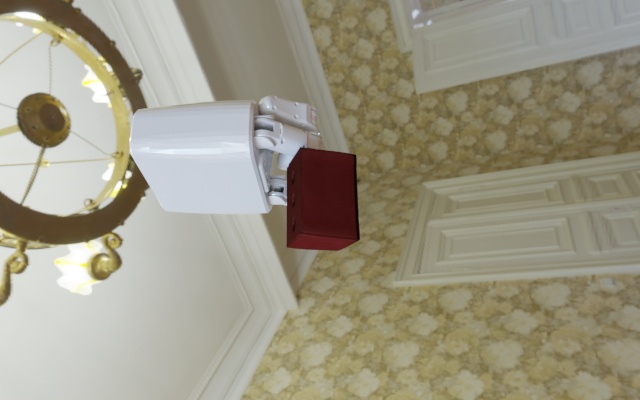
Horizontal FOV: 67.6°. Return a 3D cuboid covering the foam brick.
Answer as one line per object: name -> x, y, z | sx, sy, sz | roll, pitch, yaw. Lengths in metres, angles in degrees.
foam brick -> 0.000, 0.002, 0.417 | 0.051, 0.078, 0.053 | 5, -20, -17
